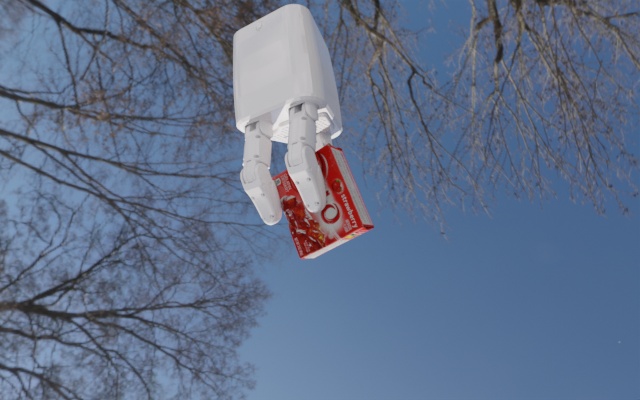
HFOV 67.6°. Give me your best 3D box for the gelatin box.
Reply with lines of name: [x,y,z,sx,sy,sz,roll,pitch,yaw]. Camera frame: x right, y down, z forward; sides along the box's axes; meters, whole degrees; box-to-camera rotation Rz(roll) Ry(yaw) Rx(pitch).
gelatin box: [0.000,0.002,0.457,0.073,0.089,0.030,-29,-18,25]
